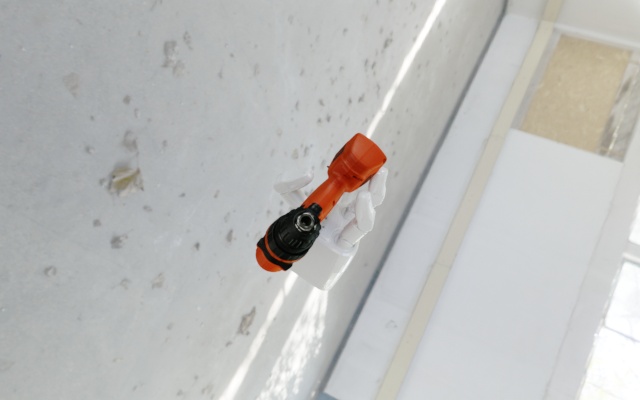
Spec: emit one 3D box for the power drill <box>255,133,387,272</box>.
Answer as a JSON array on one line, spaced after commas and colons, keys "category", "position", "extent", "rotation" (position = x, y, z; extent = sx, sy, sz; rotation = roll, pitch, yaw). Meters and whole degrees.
[{"category": "power drill", "position": [0.000, 0.002, 0.580], "extent": [0.187, 0.057, 0.184], "rotation": [-46, 2, -25]}]
